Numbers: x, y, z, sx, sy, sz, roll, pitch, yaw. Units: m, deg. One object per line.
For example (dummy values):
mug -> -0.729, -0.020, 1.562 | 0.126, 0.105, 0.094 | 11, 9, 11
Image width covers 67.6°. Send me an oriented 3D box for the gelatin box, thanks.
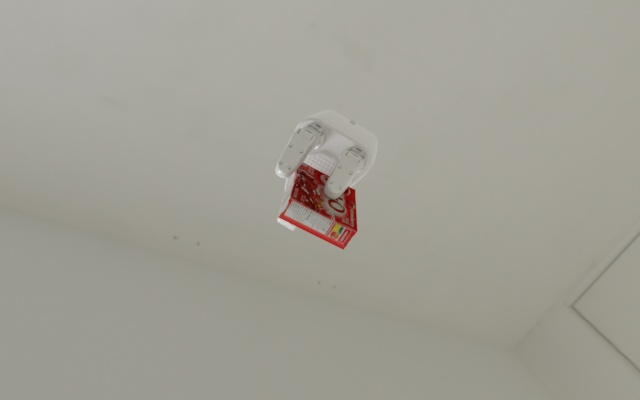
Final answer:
gelatin box -> 0.000, 0.002, 0.489 | 0.073, 0.030, 0.089 | 28, 27, -11
